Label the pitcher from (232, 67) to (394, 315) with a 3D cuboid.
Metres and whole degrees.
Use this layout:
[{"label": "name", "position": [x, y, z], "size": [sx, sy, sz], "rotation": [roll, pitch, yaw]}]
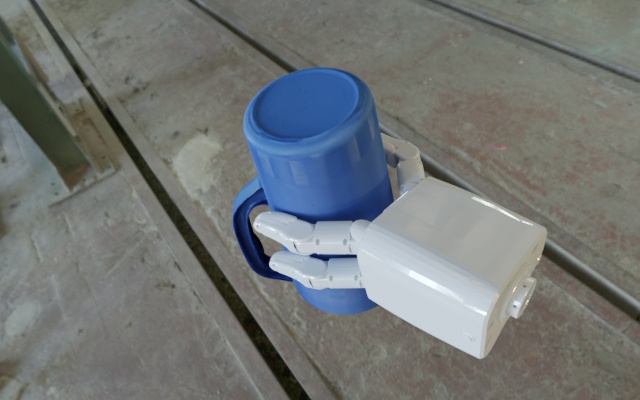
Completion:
[{"label": "pitcher", "position": [0.000, 0.002, 0.467], "size": [0.145, 0.149, 0.243], "rotation": [29, -28, 32]}]
